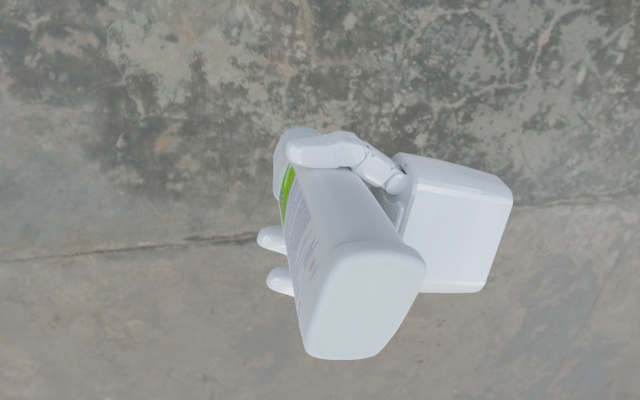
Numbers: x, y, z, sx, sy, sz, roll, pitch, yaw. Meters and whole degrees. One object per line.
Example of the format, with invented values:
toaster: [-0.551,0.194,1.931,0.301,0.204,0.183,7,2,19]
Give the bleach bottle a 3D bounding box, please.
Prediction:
bleach bottle: [0.000,0.001,0.401,0.068,0.103,0.250,7,33,-20]
